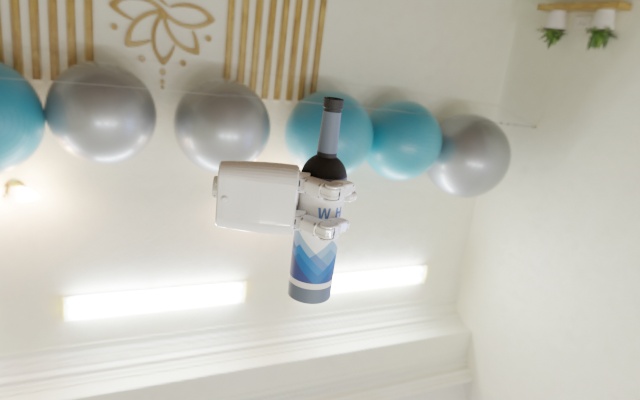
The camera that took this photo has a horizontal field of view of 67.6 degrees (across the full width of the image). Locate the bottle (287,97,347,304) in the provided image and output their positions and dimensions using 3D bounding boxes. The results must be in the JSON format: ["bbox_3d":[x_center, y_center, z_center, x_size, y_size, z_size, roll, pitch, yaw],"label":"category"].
[{"bbox_3d":[0.000,0.002,0.683,0.069,0.296,0.069,7,18,-2],"label":"bottle"}]
